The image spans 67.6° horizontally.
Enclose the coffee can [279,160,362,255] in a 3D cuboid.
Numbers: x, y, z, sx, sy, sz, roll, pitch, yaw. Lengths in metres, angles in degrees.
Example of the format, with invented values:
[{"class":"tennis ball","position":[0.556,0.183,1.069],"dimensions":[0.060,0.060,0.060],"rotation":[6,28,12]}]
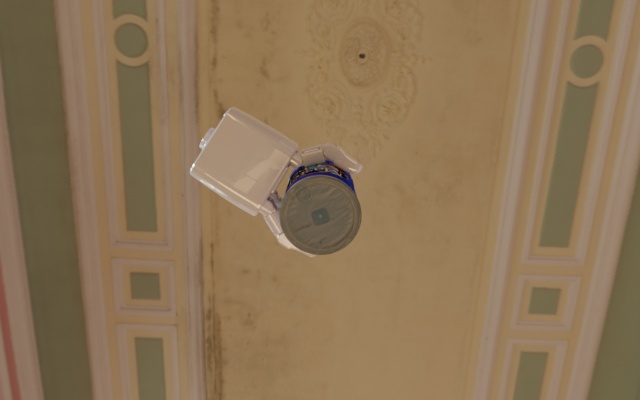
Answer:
[{"class":"coffee can","position":[0.000,0.002,0.657],"dimensions":[0.103,0.103,0.140],"rotation":[0,15,0]}]
